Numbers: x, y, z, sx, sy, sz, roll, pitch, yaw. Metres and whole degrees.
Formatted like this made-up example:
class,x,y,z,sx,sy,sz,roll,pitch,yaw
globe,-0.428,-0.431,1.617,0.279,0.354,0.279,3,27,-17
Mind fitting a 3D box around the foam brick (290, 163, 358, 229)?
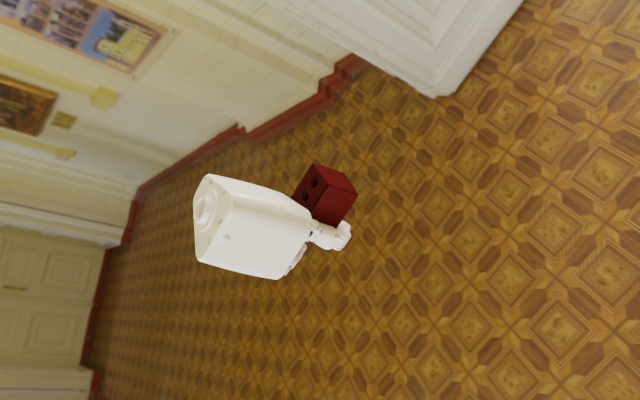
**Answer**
class,x,y,z,sx,sy,sz,roll,pitch,yaw
foam brick,0.000,0.002,0.603,0.051,0.078,0.053,18,25,-34
